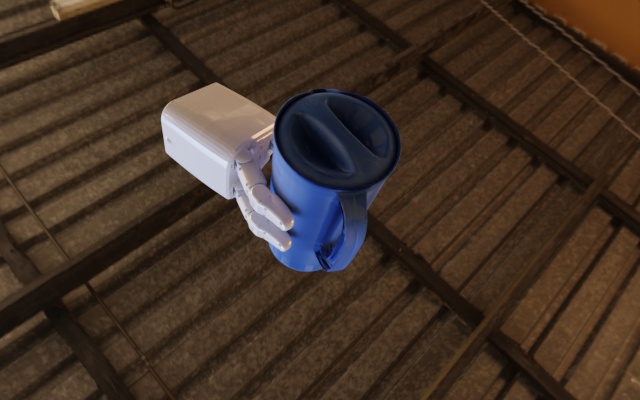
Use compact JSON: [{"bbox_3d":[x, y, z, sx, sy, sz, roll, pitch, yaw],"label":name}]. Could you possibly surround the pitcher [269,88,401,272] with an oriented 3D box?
[{"bbox_3d":[0.000,0.002,0.577,0.145,0.149,0.243,32,-32,9],"label":"pitcher"}]
